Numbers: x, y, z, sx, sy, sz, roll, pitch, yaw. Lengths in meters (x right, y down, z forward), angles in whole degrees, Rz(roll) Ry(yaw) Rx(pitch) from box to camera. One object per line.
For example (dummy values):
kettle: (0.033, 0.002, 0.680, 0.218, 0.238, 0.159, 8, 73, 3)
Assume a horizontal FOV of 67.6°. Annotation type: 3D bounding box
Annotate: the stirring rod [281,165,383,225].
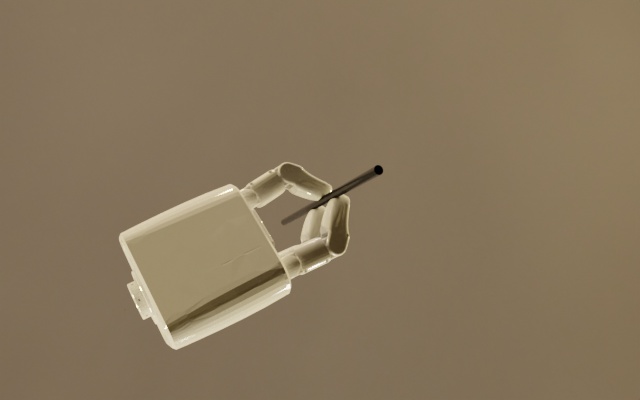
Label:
stirring rod: (0.000, 0.001, 0.475, 0.011, 0.011, 0.239, 0, -12, -22)
